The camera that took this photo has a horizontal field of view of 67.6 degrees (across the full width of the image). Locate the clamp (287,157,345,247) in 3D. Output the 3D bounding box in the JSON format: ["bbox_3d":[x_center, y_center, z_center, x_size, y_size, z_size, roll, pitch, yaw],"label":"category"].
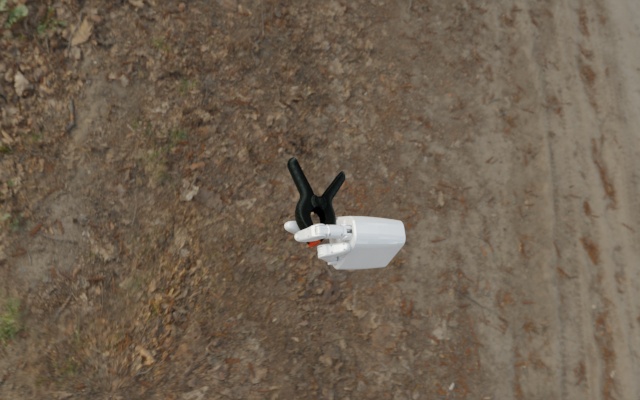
[{"bbox_3d":[0.000,0.003,0.889,0.120,0.171,0.039,3,-22,-22],"label":"clamp"}]
